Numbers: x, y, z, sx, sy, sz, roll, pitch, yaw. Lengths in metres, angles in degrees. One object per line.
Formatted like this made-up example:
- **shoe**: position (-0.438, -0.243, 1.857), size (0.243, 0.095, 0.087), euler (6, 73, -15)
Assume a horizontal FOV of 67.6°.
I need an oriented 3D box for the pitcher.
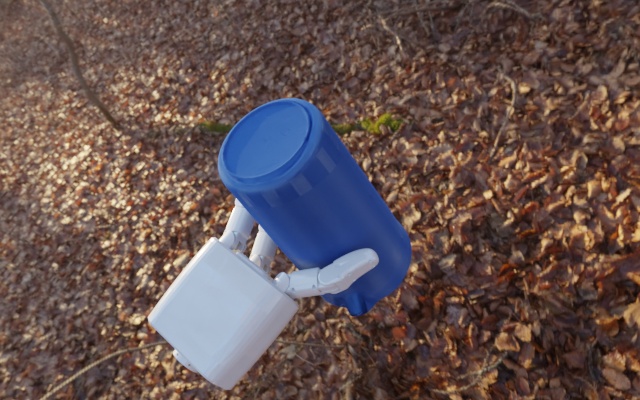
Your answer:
- **pitcher**: position (0.000, 0.002, 0.513), size (0.149, 0.145, 0.243), euler (32, -14, 40)
